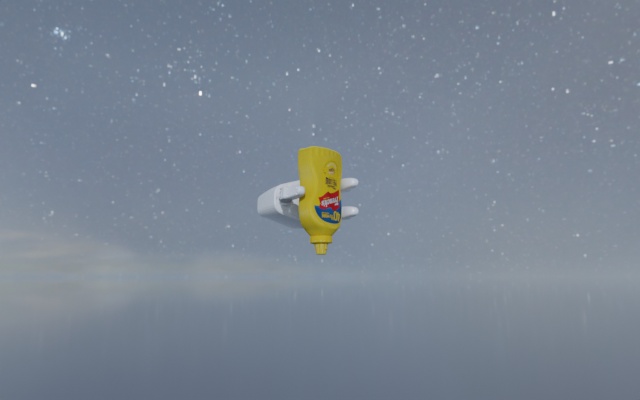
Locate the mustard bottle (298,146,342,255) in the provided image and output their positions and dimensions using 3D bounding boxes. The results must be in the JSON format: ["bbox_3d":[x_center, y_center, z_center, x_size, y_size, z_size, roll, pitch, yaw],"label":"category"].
[{"bbox_3d":[0.000,0.003,0.874,0.058,0.191,0.096,-7,-11,37],"label":"mustard bottle"}]
